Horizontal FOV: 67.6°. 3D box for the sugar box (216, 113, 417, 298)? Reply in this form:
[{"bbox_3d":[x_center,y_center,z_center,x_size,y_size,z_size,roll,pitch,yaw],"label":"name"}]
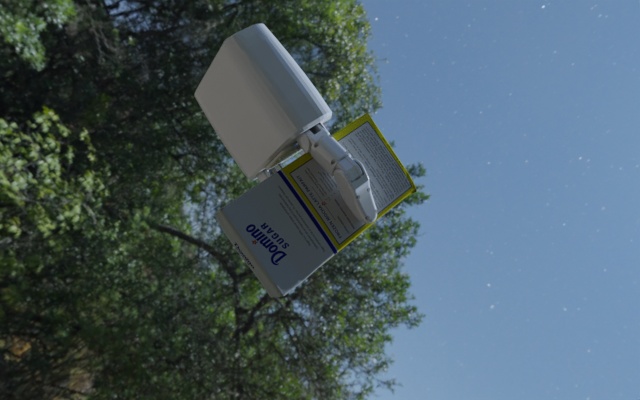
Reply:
[{"bbox_3d":[0.000,0.001,0.449,0.176,0.093,0.048,-35,2,-22],"label":"sugar box"}]
